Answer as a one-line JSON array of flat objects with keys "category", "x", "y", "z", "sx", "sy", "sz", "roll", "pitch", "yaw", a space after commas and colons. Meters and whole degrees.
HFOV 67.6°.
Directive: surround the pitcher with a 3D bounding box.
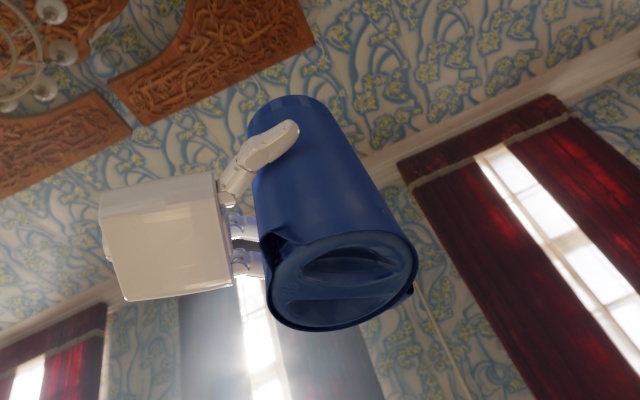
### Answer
[{"category": "pitcher", "x": 0.000, "y": 0.002, "z": 0.487, "sx": 0.145, "sy": 0.149, "sz": 0.242, "roll": -12, "pitch": 44, "yaw": -7}]
